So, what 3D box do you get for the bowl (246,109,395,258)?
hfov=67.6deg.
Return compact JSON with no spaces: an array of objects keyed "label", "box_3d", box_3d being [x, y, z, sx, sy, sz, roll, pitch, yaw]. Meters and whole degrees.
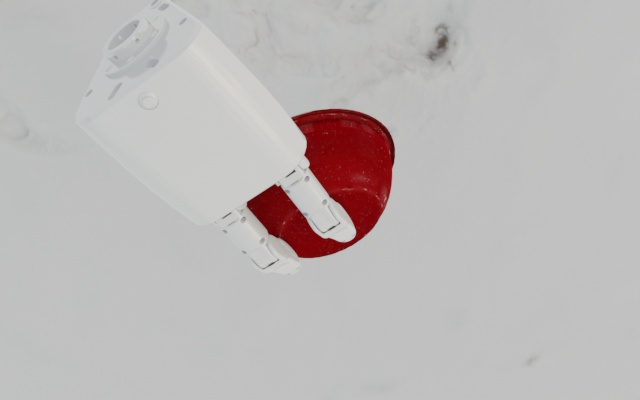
[{"label":"bowl","box_3d":[0.001,0.002,0.412,0.162,0.055,0.162,-15,-37,-12]}]
